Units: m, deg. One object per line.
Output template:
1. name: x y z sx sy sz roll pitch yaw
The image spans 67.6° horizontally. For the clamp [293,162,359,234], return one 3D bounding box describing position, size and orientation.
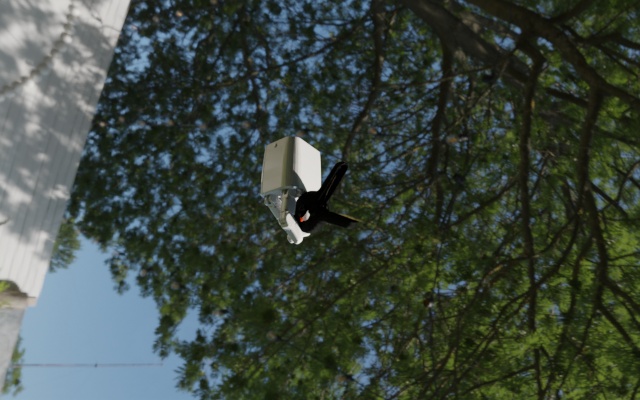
1. clamp: 0.000 0.003 0.861 0.039 0.120 0.171 16 -22 -41
